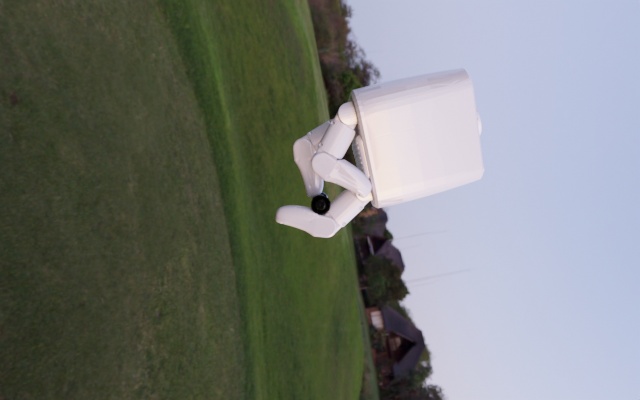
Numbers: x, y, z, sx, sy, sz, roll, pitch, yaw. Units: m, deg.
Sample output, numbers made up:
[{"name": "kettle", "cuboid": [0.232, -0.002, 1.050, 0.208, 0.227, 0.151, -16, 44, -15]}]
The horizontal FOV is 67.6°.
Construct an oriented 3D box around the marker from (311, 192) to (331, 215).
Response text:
[{"name": "marker", "cuboid": [0.000, 0.002, 0.504, 0.020, 0.020, 0.121, 0, 2, 0]}]
